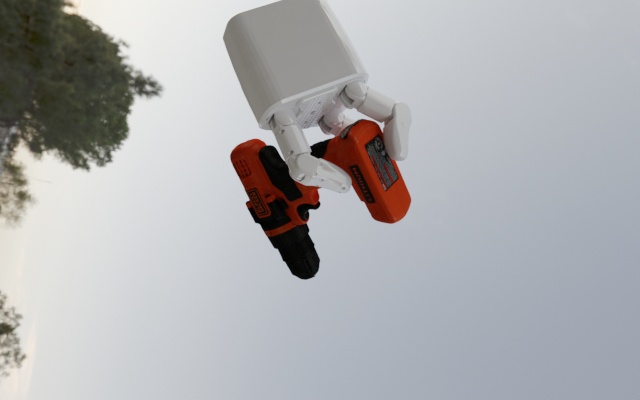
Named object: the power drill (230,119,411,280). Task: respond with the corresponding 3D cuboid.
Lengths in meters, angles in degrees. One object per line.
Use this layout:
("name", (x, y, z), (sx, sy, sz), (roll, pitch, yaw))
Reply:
("power drill", (0.000, 0.001, 0.526), (0.188, 0.184, 0.057), (-15, 19, 38))
